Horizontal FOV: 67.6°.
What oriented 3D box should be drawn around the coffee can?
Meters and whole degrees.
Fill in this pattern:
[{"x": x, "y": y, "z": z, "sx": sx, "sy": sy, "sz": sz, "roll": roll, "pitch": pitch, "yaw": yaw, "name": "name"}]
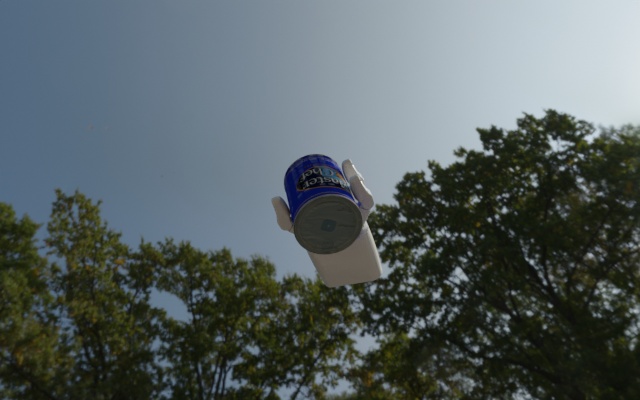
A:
[{"x": 0.000, "y": 0.002, "z": 0.751, "sx": 0.103, "sy": 0.103, "sz": 0.140, "roll": 0, "pitch": 31, "yaw": -11, "name": "coffee can"}]
